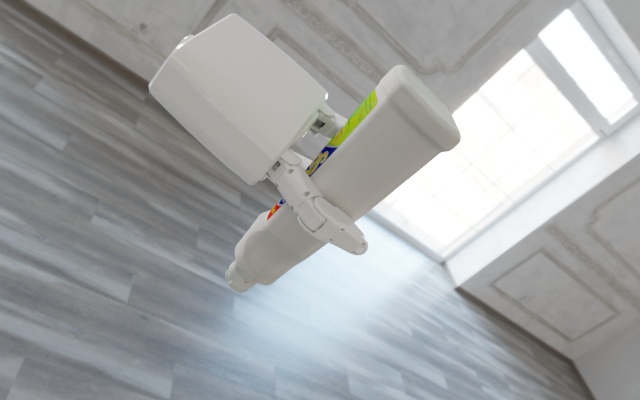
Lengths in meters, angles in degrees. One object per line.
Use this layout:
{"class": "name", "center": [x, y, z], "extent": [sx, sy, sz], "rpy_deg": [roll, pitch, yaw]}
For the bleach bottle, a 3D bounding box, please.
{"class": "bleach bottle", "center": [0.000, 0.001, 0.410], "extent": [0.068, 0.251, 0.102], "rpy_deg": [41, 23, -11]}
